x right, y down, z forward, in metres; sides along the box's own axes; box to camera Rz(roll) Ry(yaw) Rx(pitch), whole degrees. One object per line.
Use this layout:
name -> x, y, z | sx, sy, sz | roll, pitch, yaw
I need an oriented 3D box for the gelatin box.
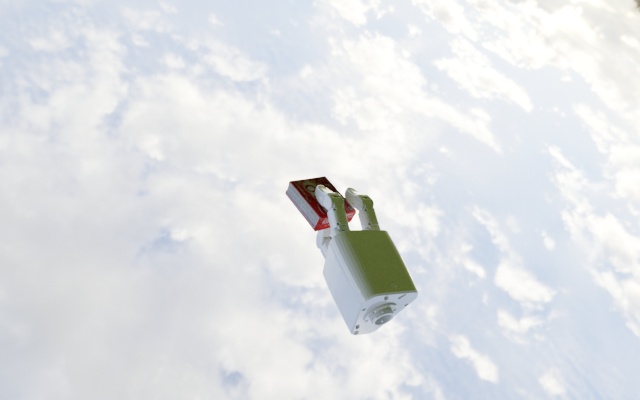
gelatin box -> 0.000, 0.003, 0.736 | 0.073, 0.030, 0.089 | -11, 48, -40
